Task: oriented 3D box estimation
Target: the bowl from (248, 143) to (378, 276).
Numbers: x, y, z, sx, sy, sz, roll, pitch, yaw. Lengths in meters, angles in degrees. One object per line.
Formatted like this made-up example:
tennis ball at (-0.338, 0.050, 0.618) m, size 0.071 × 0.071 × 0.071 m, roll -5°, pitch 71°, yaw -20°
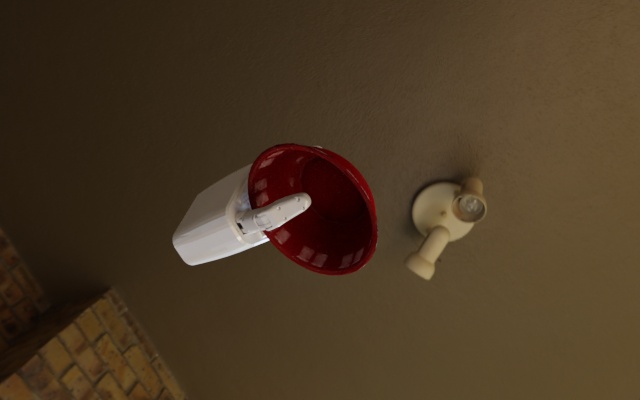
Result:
bowl at (0.001, 0.001, 0.524) m, size 0.162 × 0.162 × 0.055 m, roll 0°, pitch 29°, yaw 36°
